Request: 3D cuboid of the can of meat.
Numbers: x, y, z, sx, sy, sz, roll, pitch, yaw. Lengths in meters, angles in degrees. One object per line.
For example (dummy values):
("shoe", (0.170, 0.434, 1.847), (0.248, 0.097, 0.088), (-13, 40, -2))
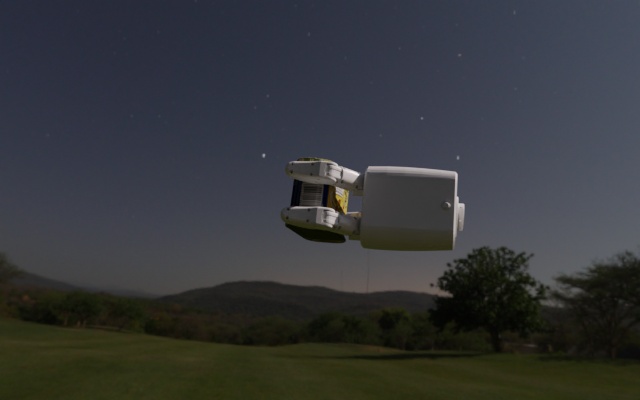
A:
("can of meat", (0.000, 0.002, 0.601), (0.057, 0.084, 0.102), (2, -16, 19))
